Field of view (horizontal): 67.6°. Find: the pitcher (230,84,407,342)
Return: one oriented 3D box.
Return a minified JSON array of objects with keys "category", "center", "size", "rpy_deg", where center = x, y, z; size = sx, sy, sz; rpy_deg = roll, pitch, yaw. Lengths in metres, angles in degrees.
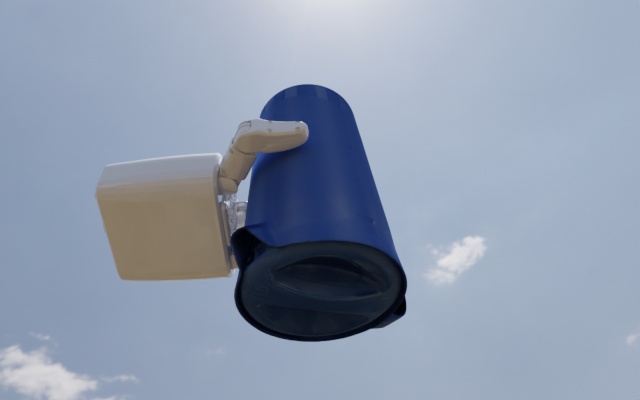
[{"category":"pitcher","center":[0.000,0.001,0.454],"size":[0.145,0.149,0.242],"rpy_deg":[-4,44,-1]}]
